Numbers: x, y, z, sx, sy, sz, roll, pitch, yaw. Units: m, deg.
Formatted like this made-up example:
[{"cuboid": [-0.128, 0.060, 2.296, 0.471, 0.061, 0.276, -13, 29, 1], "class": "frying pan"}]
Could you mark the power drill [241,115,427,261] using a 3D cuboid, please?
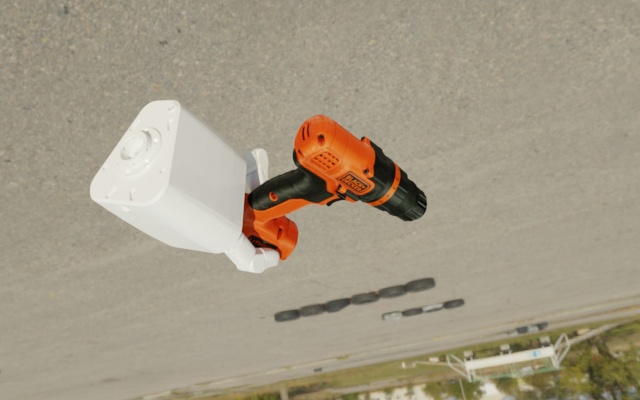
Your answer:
[{"cuboid": [0.000, 0.002, 0.521, 0.188, 0.057, 0.184, -31, -46, 32], "class": "power drill"}]
